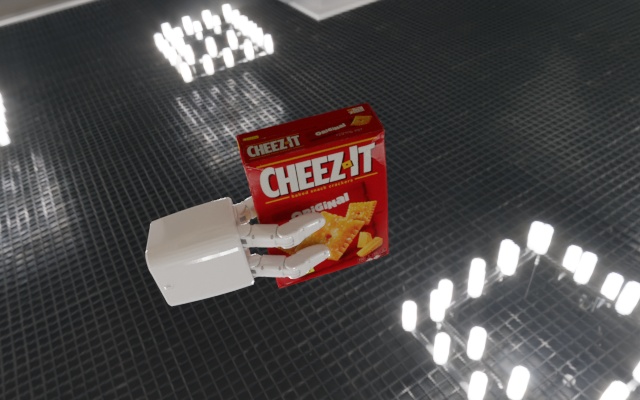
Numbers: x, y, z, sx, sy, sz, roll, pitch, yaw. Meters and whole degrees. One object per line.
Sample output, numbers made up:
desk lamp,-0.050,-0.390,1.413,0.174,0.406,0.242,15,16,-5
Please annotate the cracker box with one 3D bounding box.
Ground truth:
cracker box,0.000,0.002,0.606,0.164,0.214,0.072,-16,42,-7
